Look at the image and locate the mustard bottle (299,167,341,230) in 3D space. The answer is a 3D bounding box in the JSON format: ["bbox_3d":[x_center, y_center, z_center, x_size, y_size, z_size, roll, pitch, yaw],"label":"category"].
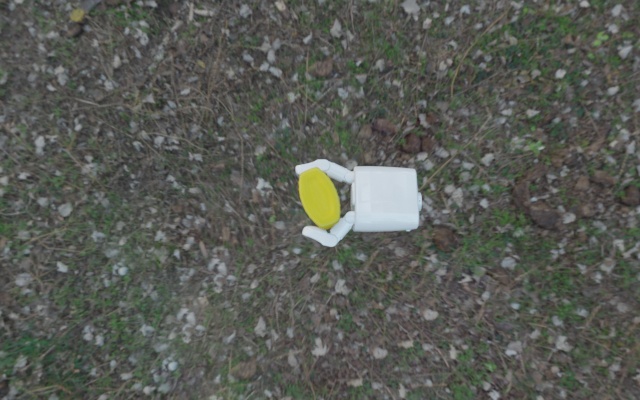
[{"bbox_3d":[0.000,0.003,0.832,0.058,0.096,0.191,-24,-5,-1],"label":"mustard bottle"}]
